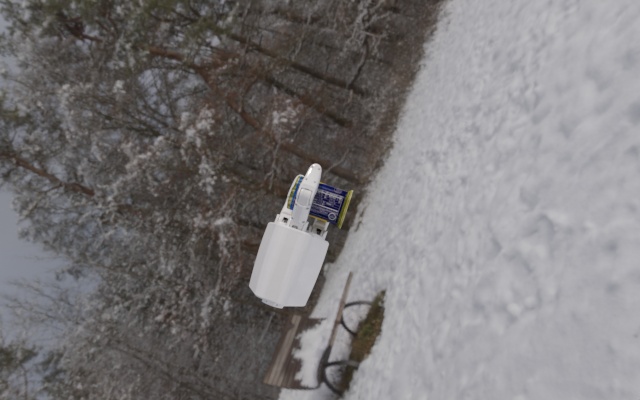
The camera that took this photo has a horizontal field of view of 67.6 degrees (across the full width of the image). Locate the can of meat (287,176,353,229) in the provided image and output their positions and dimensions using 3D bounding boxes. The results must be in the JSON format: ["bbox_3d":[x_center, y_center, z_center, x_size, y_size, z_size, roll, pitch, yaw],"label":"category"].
[{"bbox_3d":[0.000,0.002,0.714,0.084,0.057,0.102,18,-3,4],"label":"can of meat"}]
